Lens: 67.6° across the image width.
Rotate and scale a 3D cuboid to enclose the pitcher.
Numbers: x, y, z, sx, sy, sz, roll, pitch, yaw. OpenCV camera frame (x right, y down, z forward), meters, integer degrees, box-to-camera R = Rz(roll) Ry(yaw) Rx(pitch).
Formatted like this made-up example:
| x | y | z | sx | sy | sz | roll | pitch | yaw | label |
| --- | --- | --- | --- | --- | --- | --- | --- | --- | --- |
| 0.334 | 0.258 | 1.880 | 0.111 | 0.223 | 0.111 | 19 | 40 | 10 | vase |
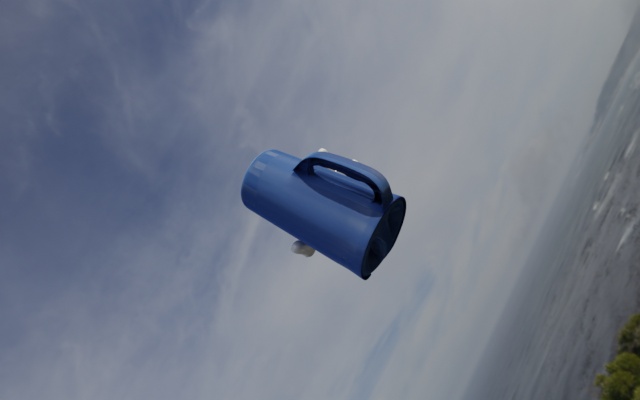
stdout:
| x | y | z | sx | sy | sz | roll | pitch | yaw | label |
| --- | --- | --- | --- | --- | --- | --- | --- | --- | --- |
| 0.000 | 0.002 | 0.731 | 0.243 | 0.149 | 0.145 | 26 | 2 | 23 | pitcher |
